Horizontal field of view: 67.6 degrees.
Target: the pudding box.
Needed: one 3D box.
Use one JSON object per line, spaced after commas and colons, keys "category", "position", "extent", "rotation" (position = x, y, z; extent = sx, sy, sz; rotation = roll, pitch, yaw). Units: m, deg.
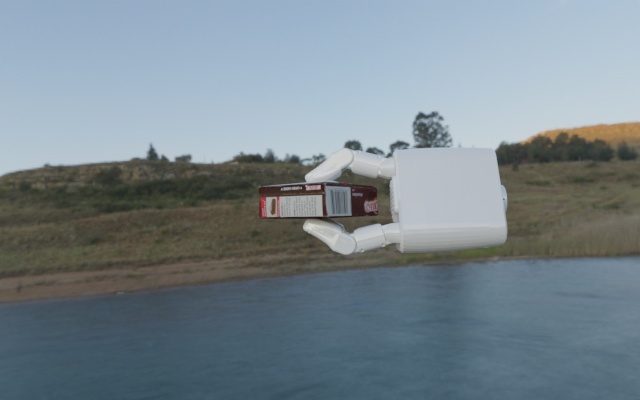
{"category": "pudding box", "position": [0.000, 0.002, 0.532], "extent": [0.090, 0.039, 0.113], "rotation": [-3, -4, 34]}
